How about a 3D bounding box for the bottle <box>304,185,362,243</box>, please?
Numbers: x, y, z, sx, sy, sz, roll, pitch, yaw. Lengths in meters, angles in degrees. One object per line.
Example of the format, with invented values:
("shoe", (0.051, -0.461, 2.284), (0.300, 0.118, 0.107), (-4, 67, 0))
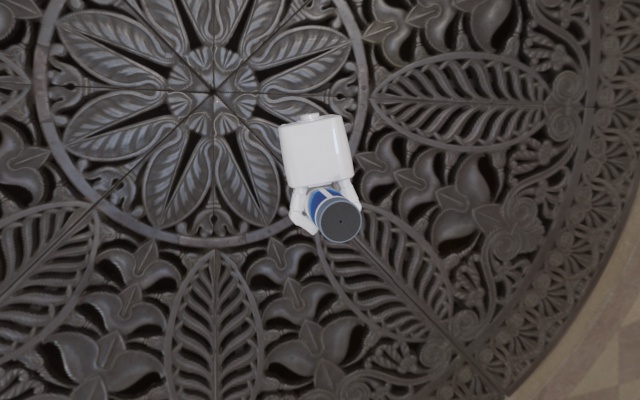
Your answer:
("bottle", (0.000, 0.003, 0.857), (0.069, 0.069, 0.295), (0, 11, -12))
